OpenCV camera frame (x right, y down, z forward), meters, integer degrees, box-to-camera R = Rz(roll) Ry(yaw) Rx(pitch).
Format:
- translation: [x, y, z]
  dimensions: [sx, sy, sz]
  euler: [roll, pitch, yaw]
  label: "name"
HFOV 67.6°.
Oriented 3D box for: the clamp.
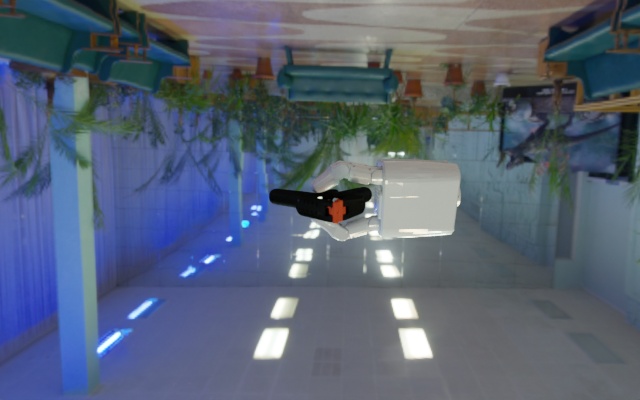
- translation: [0.000, 0.003, 0.681]
  dimensions: [0.164, 0.036, 0.210]
  euler: [-2, 7, 1]
  label: "clamp"
